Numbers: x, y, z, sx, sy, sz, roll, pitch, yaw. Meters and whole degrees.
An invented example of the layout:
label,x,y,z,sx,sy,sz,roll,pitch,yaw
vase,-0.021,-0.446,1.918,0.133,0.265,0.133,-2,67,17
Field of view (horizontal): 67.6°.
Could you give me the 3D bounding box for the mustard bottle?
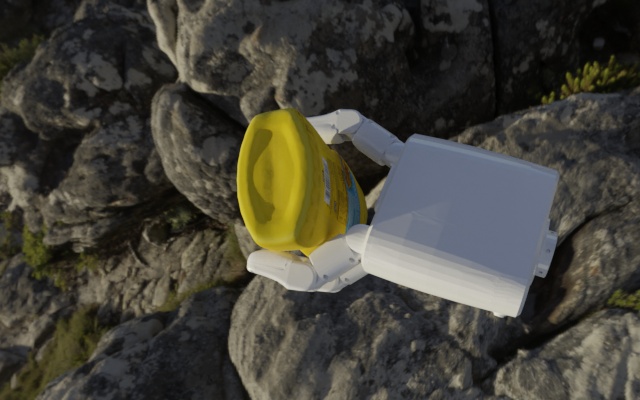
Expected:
label,x,y,z,sx,sy,sz,roll,pitch,yaw
mustard bottle,0.000,0.001,0.401,0.058,0.096,0.192,-9,-15,18
